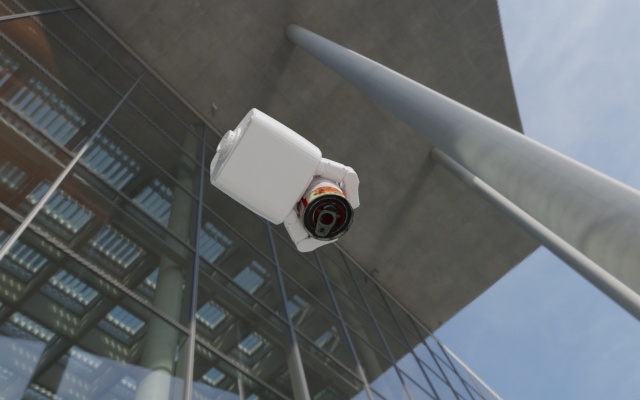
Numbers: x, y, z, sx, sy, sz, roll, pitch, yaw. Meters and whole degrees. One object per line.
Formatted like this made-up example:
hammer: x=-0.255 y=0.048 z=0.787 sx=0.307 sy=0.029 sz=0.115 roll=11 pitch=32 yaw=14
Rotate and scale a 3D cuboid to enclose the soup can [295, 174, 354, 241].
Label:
soup can: x=0.000 y=0.002 z=0.656 sx=0.068 sy=0.068 sz=0.102 roll=0 pitch=24 yaw=-13
